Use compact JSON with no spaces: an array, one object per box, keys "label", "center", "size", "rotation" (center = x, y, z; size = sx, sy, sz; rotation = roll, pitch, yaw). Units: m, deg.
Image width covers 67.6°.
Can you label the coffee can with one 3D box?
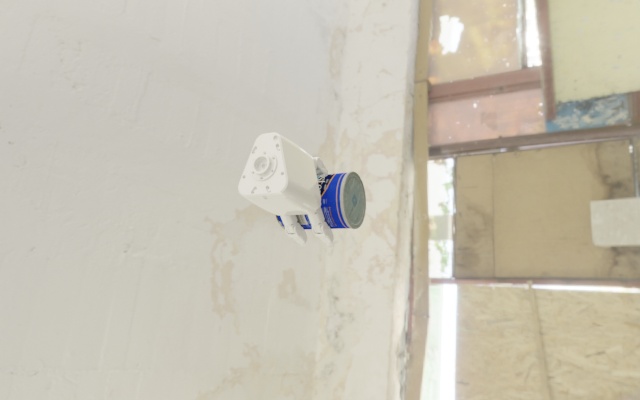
[{"label":"coffee can","center":[0.000,0.003,0.879],"size":[0.140,0.103,0.103],"rotation":[-3,-2,27]}]
